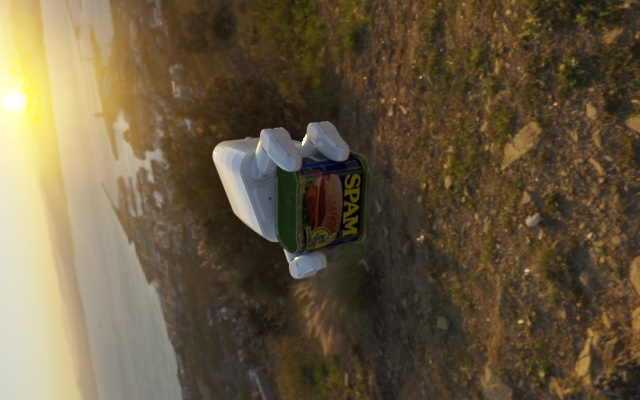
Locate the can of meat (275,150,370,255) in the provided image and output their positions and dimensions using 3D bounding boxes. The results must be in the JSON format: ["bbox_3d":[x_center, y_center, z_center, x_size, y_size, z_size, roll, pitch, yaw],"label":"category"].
[{"bbox_3d":[0.000,0.002,0.505,0.084,0.102,0.057,-10,23,-29],"label":"can of meat"}]
